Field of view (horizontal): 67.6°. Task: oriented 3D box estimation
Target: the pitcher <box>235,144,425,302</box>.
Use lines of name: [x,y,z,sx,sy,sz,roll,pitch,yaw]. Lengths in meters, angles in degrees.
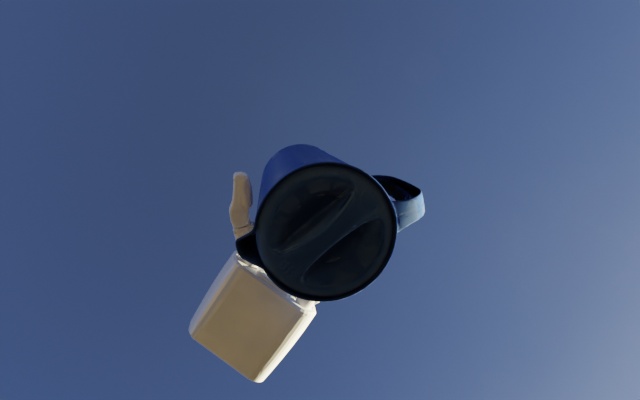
pitcher: [0.000,0.002,0.542,0.149,0.145,0.242,30,8,-14]
